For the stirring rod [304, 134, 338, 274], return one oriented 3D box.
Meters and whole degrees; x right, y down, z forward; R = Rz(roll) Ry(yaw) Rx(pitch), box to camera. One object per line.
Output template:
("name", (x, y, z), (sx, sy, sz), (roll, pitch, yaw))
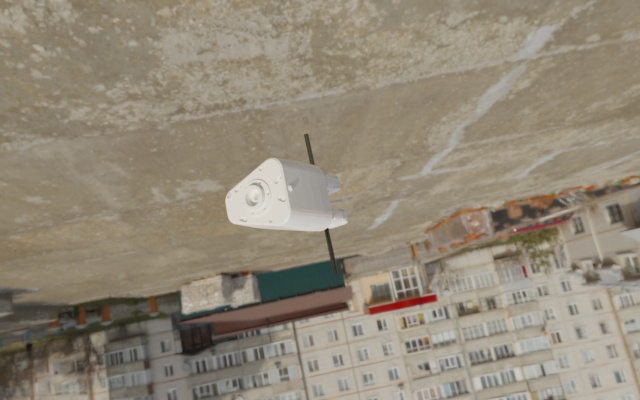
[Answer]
("stirring rod", (0.000, 0.002, 0.788), (0.011, 0.239, 0.011), (-12, -12, -2))
